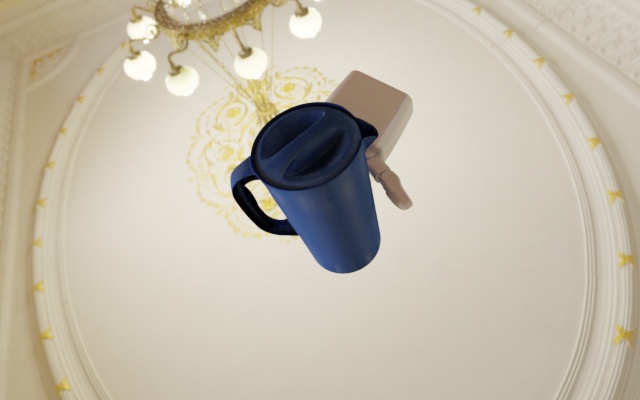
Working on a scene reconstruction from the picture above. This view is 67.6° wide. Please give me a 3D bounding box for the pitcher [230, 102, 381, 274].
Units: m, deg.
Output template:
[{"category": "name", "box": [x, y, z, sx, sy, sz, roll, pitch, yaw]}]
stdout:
[{"category": "pitcher", "box": [0.000, 0.002, 0.633, 0.149, 0.145, 0.243, 20, -27, 28]}]
